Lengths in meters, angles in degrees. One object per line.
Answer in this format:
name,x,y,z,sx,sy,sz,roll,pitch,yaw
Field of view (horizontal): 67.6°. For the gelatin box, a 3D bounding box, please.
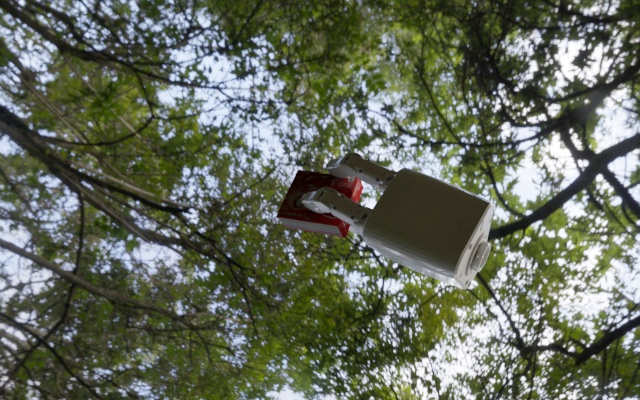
gelatin box,0.000,0.002,0.588,0.089,0.073,0.030,8,-30,27
